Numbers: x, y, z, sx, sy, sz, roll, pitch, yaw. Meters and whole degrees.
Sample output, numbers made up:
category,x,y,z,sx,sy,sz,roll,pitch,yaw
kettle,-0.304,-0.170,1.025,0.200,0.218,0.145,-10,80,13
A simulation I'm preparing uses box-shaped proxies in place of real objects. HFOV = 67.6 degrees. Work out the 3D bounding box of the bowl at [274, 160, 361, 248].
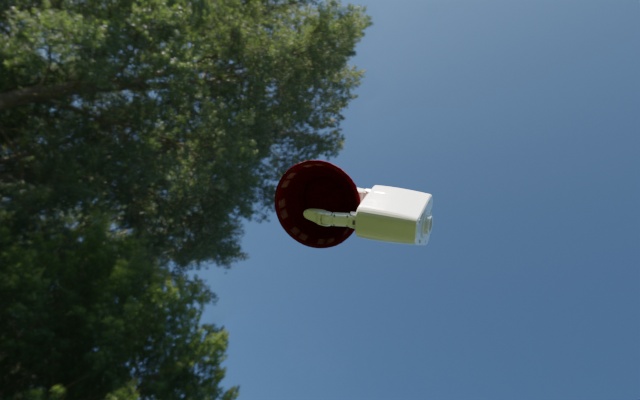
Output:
category,x,y,z,sx,sy,sz,roll,pitch,yaw
bowl,-0.001,0.002,0.872,0.162,0.162,0.055,0,13,16
